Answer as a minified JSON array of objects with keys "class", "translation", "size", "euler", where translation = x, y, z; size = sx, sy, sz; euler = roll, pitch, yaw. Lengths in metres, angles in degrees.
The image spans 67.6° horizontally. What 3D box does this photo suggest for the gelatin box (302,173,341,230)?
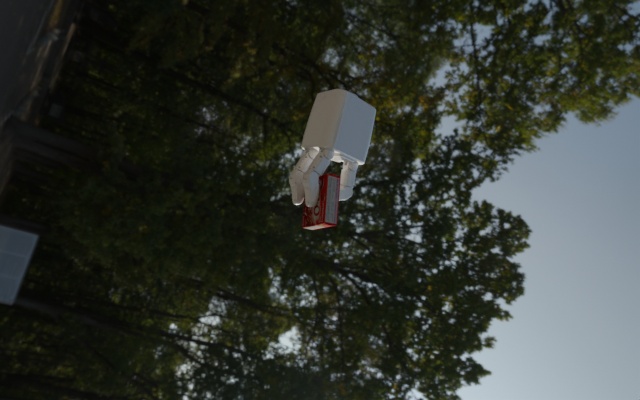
[{"class":"gelatin box","translation":[0.000,0.003,0.826],"size":[0.030,0.089,0.073],"euler":[12,-14,-31]}]
